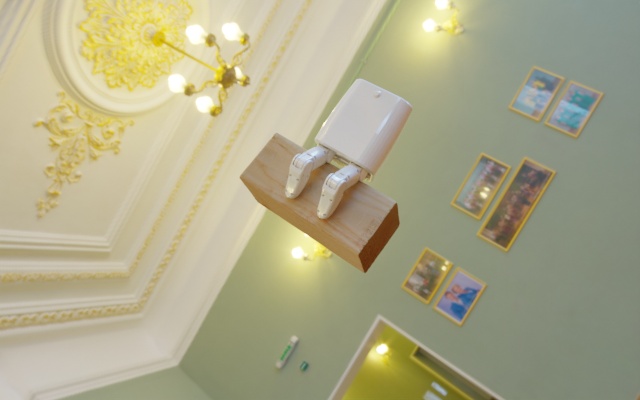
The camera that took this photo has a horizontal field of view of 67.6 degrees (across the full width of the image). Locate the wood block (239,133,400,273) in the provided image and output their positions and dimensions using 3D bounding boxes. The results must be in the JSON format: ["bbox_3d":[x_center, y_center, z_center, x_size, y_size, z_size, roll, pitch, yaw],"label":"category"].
[{"bbox_3d":[0.000,0.002,0.679,0.206,0.090,0.091,32,-13,23],"label":"wood block"}]
